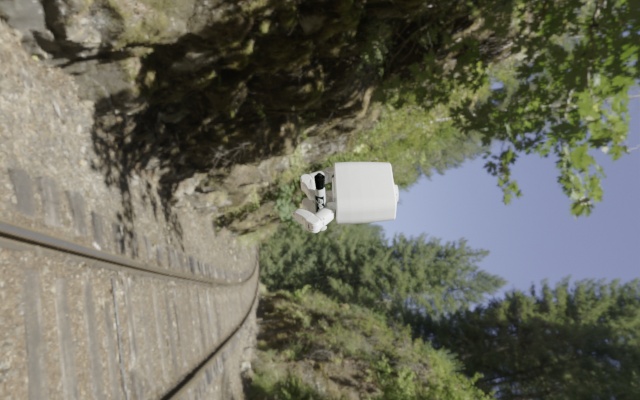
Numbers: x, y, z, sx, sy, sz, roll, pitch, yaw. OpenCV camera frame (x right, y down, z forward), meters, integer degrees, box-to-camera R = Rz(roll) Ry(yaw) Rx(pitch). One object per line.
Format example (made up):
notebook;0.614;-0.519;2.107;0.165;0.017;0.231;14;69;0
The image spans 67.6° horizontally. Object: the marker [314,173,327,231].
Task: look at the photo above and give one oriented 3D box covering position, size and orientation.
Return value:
marker;0.000;0.003;0.834;0.020;0.121;0.020;-1;39;1
